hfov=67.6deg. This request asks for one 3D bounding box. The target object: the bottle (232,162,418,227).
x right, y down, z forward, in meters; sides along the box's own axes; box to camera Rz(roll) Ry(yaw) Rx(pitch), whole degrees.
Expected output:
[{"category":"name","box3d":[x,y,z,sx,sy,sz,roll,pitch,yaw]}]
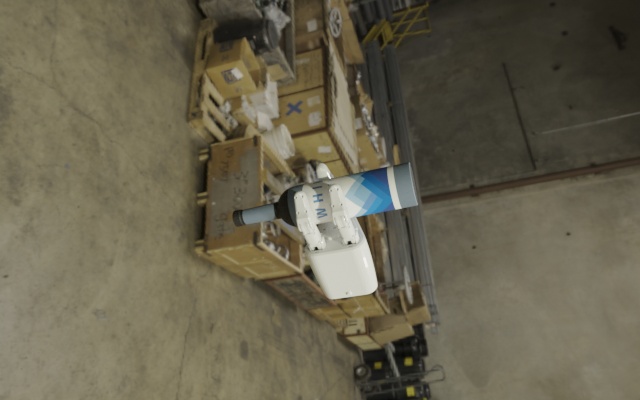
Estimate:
[{"category":"bottle","box3d":[0.000,0.002,0.753,0.296,0.069,0.069,-11,-3,14]}]
